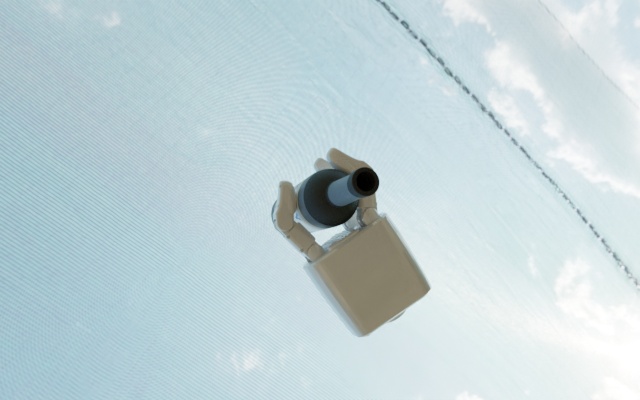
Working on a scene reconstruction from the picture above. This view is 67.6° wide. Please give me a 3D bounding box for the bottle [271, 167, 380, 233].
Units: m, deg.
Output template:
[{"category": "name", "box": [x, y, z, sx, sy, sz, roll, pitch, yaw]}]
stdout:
[{"category": "bottle", "box": [0.000, 0.002, 0.575, 0.069, 0.069, 0.296, 0, -7, -17]}]
